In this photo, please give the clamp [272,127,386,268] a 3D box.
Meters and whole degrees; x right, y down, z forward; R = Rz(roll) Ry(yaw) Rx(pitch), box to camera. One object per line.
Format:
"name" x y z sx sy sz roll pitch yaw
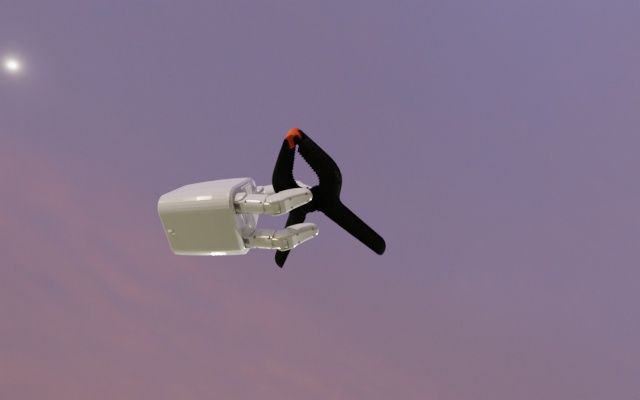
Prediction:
"clamp" 0.000 0.001 0.650 0.164 0.210 0.036 -4 28 11
